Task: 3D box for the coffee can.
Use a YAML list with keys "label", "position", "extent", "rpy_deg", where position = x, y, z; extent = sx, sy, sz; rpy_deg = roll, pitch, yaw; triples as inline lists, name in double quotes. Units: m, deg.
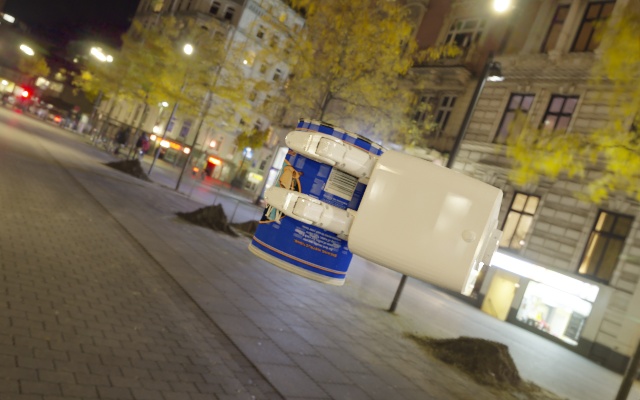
- label: "coffee can"
  position: [0.000, 0.002, 0.484]
  extent: [0.103, 0.140, 0.103]
  rpy_deg: [21, 0, 0]
